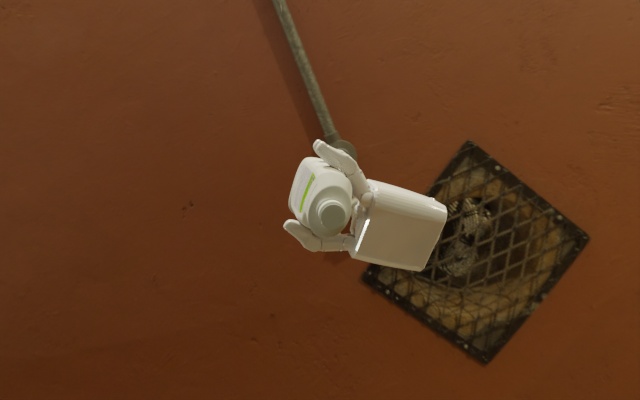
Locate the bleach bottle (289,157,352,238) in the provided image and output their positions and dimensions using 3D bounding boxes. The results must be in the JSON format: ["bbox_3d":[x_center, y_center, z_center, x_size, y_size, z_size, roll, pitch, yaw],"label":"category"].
[{"bbox_3d":[0.000,0.002,0.646,0.068,0.102,0.250,14,10,-8],"label":"bleach bottle"}]
